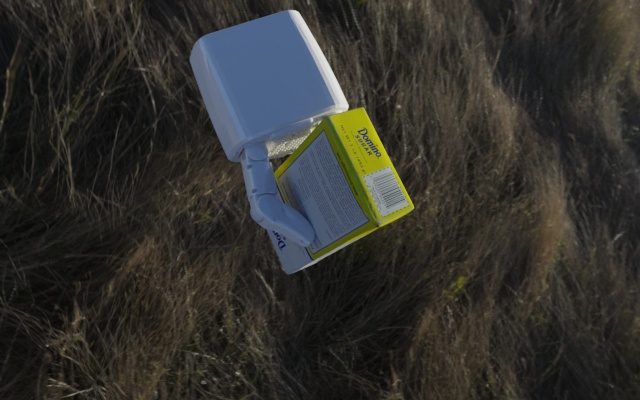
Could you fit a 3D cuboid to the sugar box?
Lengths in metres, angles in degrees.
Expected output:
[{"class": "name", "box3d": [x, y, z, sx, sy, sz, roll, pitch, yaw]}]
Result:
[{"class": "sugar box", "box3d": [0.001, 0.001, 0.432, 0.048, 0.093, 0.176, -20, -9, -30]}]
